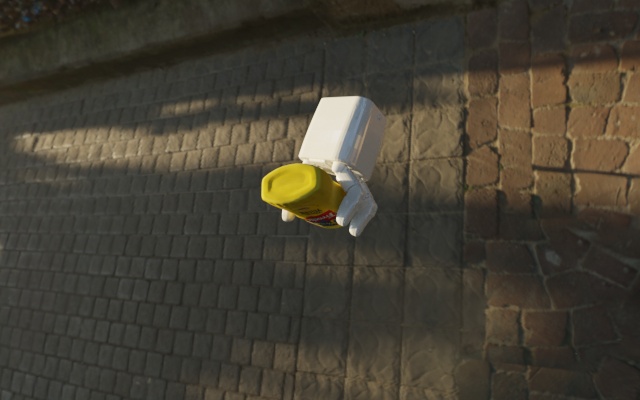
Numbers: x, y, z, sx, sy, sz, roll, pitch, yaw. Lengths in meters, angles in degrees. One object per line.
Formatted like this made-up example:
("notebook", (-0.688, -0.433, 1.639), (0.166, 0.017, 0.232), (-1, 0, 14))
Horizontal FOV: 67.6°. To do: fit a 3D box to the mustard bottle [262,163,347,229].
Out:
("mustard bottle", (0.000, 0.003, 0.724), (0.096, 0.058, 0.192), (-11, -21, 25))
